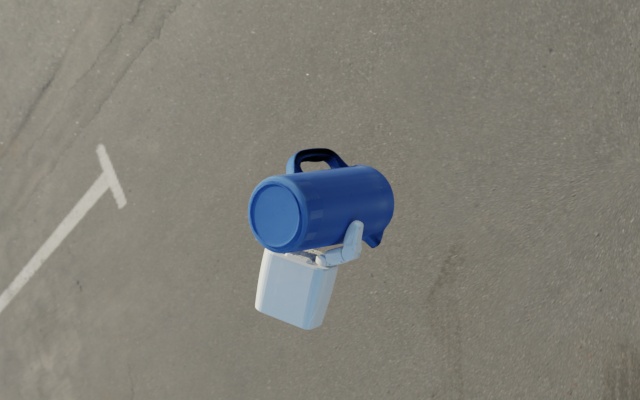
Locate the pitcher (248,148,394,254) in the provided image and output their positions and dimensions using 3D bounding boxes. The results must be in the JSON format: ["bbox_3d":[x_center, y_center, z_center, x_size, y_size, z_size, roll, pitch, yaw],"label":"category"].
[{"bbox_3d":[0.000,0.003,0.746,0.149,0.145,0.243,22,16,31],"label":"pitcher"}]
